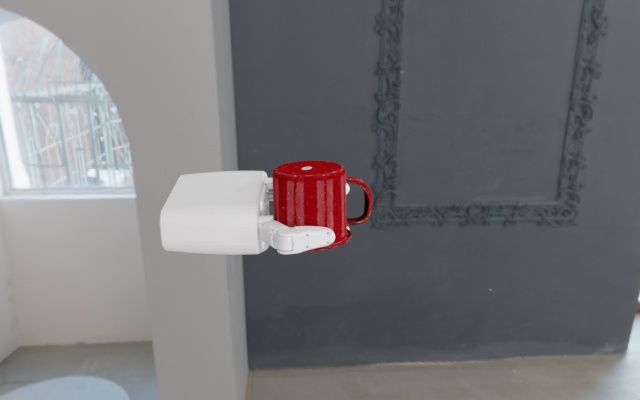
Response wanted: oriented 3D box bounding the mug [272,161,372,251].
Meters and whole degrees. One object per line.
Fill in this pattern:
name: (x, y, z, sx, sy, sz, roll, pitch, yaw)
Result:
mug: (0.002, 0.002, 0.537, 0.117, 0.081, 0.093, -1, 16, 0)
